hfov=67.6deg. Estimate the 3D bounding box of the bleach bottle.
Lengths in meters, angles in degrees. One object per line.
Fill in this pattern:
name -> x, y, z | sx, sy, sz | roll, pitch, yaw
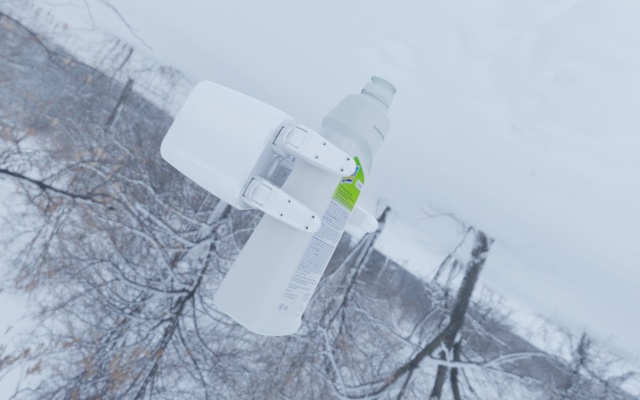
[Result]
bleach bottle -> 0.000, 0.002, 0.451 | 0.068, 0.251, 0.102 | 29, -3, 22
